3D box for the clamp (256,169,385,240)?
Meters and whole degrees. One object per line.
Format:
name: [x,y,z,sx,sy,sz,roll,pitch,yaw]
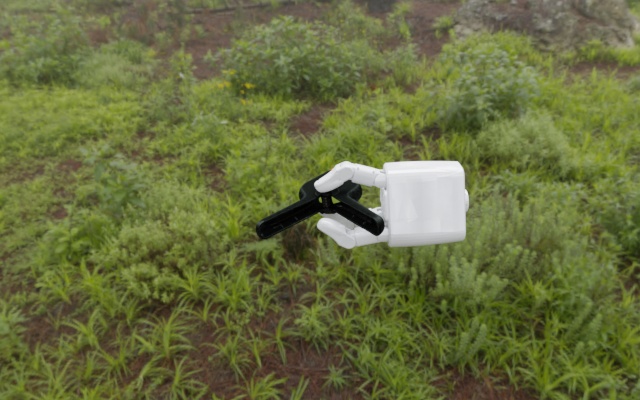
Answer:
clamp: [0.000,0.001,0.682,0.164,0.036,0.210,-4,22,3]
